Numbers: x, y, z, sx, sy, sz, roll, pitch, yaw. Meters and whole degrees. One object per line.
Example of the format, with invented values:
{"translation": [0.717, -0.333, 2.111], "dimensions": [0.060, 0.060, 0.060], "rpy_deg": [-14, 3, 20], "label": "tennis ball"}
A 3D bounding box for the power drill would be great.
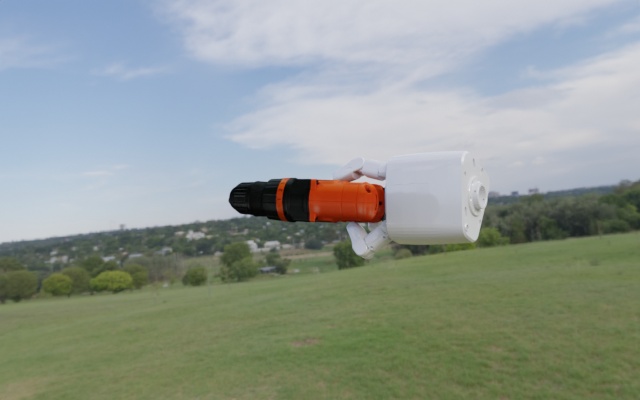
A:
{"translation": [0.001, 0.002, 0.620], "dimensions": [0.184, 0.057, 0.187], "rpy_deg": [4, 2, 21], "label": "power drill"}
